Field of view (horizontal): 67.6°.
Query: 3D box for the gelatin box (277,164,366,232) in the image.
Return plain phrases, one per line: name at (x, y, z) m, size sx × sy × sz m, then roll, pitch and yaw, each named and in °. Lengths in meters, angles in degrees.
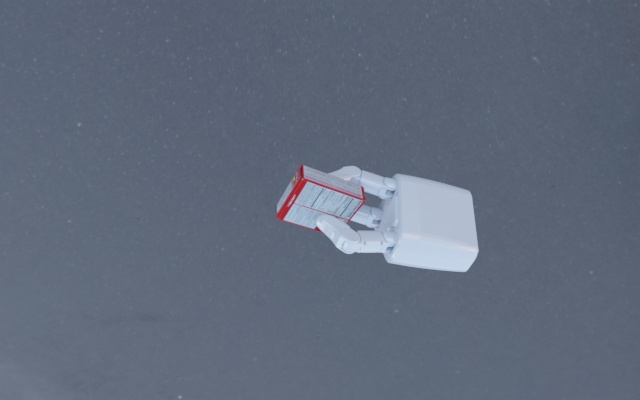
gelatin box at (0.000, 0.002, 0.591) m, size 0.089 × 0.030 × 0.073 m, roll 18°, pitch -50°, yaw -21°
